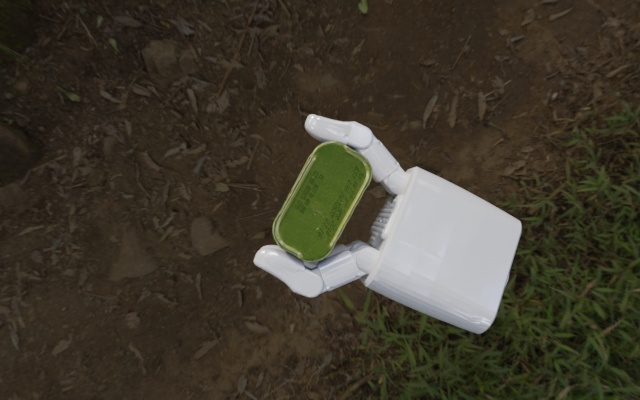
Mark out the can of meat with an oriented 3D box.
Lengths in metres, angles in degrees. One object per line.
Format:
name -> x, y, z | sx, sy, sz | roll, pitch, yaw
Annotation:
can of meat -> 0.000, 0.001, 0.412 | 0.057, 0.102, 0.084 | 29, -1, -2
